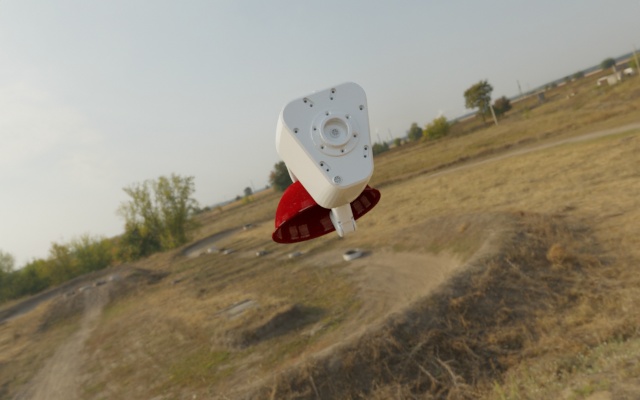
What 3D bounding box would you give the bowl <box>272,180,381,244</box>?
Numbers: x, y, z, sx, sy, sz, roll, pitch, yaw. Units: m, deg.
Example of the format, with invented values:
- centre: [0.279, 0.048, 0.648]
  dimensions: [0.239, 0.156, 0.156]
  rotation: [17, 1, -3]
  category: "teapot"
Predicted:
- centre: [0.000, 0.002, 0.668]
  dimensions: [0.162, 0.055, 0.162]
  rotation: [-21, -19, -7]
  category: "bowl"
